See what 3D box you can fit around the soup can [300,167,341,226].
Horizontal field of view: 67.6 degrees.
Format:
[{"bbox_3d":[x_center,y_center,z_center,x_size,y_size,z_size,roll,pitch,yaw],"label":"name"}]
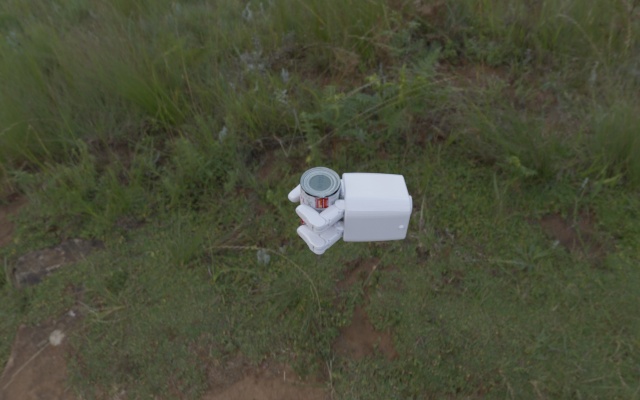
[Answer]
[{"bbox_3d":[0.000,0.002,0.802,0.068,0.068,0.102,0,-41,0],"label":"soup can"}]
